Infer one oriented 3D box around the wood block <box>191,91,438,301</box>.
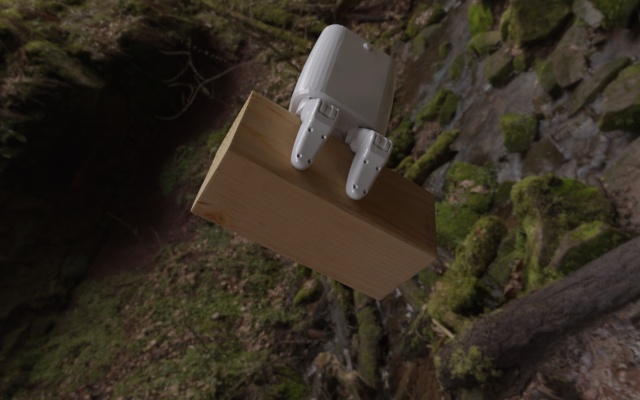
[{"bbox_3d":[0.000,0.001,0.452,0.206,0.090,0.091,28,-47,-16],"label":"wood block"}]
